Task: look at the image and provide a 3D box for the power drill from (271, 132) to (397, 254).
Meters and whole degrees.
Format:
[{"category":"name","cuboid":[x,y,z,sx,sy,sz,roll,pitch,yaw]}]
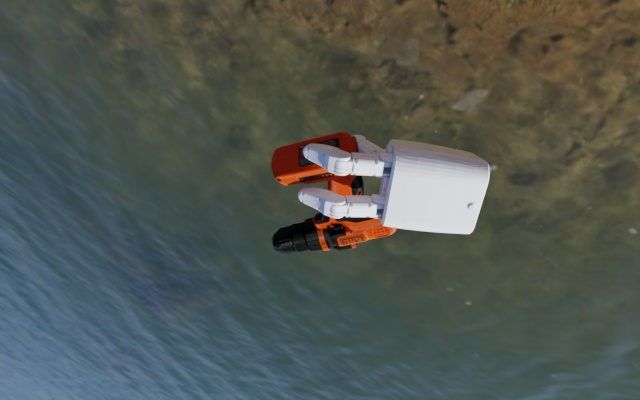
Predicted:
[{"category":"power drill","cuboid":[0.000,0.002,0.637,0.184,0.057,0.188,-14,-39,9]}]
